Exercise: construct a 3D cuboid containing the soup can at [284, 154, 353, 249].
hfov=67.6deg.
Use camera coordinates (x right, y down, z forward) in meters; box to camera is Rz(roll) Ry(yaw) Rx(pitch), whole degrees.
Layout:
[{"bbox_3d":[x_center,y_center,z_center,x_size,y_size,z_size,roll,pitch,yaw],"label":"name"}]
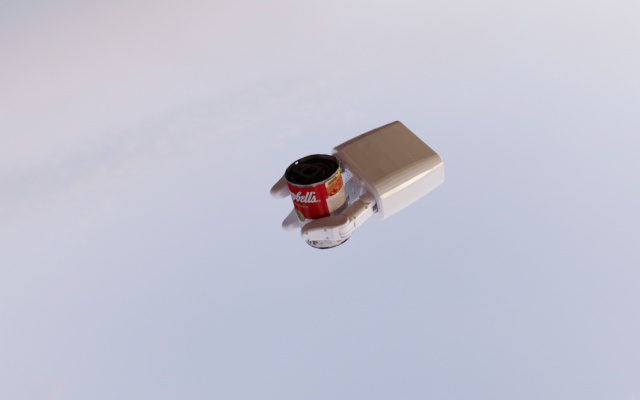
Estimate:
[{"bbox_3d":[0.000,0.002,0.599,0.068,0.102,0.068,-10,35,7],"label":"soup can"}]
